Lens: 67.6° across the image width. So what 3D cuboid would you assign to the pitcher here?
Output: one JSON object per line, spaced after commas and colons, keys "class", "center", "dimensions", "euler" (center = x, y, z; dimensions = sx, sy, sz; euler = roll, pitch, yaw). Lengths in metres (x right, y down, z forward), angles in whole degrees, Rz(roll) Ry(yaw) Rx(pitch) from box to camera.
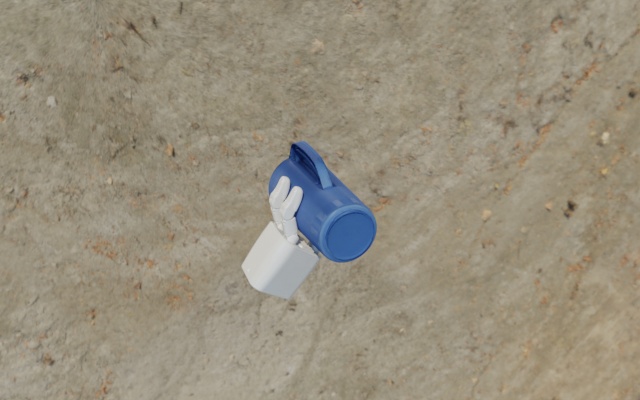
{"class": "pitcher", "center": [0.000, 0.003, 0.874], "dimensions": [0.149, 0.145, 0.242], "euler": [33, 6, -32]}
